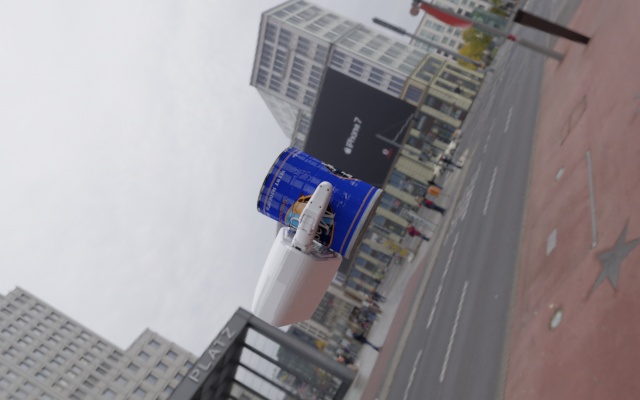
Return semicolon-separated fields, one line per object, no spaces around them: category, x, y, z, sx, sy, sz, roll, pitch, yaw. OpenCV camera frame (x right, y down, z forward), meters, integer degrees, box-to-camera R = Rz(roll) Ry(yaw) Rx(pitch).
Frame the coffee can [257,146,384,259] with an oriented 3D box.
coffee can;0.000;0.002;0.647;0.140;0.103;0.103;27;5;10
